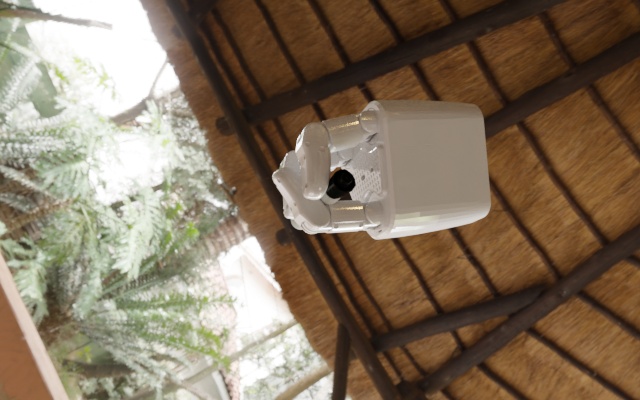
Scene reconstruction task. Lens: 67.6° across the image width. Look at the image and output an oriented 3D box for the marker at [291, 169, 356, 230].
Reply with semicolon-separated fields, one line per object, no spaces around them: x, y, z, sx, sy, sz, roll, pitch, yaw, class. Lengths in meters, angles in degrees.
0.000;0.001;0.406;0.020;0.020;0.121;0;-17;-20;marker
